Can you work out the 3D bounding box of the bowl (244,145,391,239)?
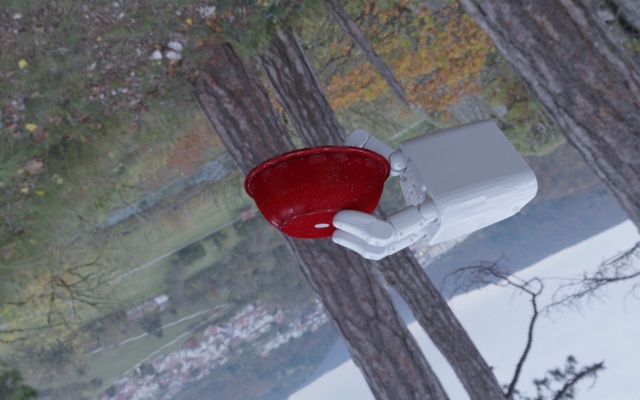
[{"bbox_3d":[-0.001,0.002,0.515,0.162,0.055,0.162,-6,-21,-2],"label":"bowl"}]
